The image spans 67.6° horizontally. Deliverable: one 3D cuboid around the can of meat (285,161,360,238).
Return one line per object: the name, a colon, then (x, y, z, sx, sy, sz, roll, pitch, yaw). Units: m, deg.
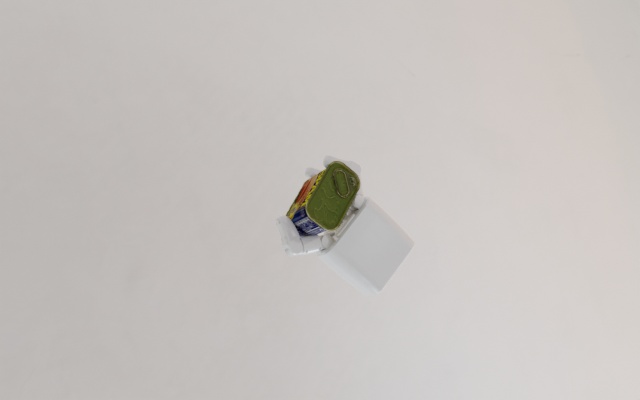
can of meat: (0.000, 0.002, 0.692, 0.057, 0.102, 0.084, 37, -28, -15)
